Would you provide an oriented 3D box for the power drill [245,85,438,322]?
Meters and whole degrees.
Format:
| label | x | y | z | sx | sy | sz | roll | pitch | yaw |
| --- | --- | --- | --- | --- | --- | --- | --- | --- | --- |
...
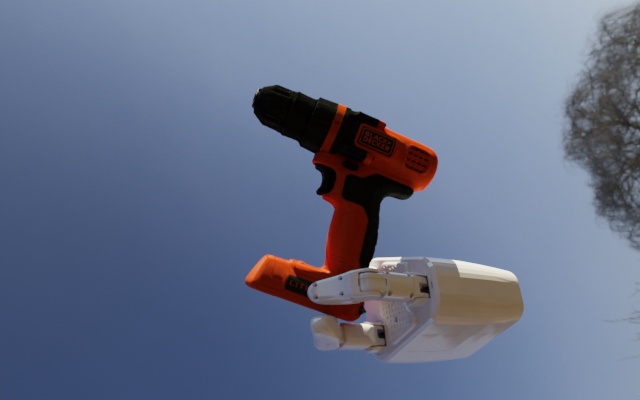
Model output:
| label | x | y | z | sx | sy | sz | roll | pitch | yaw |
| --- | --- | --- | --- | --- | --- | --- | --- | --- | --- |
| power drill | 0.000 | 0.002 | 0.436 | 0.184 | 0.187 | 0.057 | 22 | -10 | -5 |
